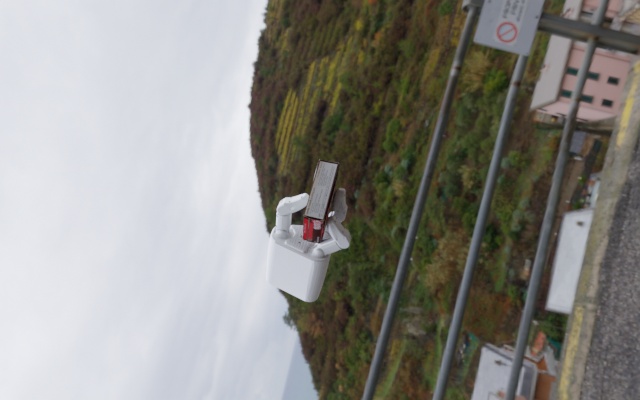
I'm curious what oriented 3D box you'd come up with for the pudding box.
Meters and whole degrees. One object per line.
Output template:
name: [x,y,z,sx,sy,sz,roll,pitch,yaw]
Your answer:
pudding box: [0.000,0.003,0.790,0.039,0.113,0.090,12,-28,2]
